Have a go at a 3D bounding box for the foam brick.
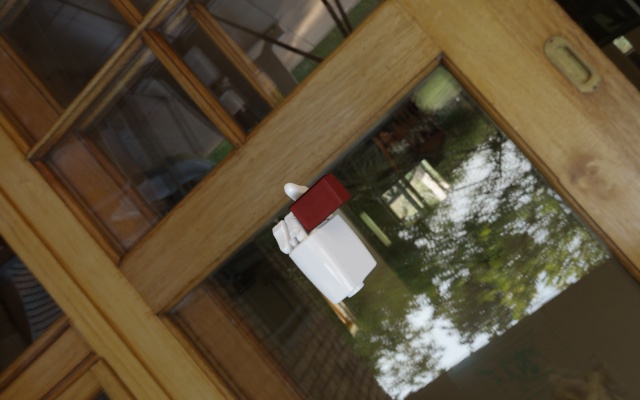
[{"bbox_3d":[0.000,0.002,0.744,0.078,0.051,0.053,-42,-5,20],"label":"foam brick"}]
